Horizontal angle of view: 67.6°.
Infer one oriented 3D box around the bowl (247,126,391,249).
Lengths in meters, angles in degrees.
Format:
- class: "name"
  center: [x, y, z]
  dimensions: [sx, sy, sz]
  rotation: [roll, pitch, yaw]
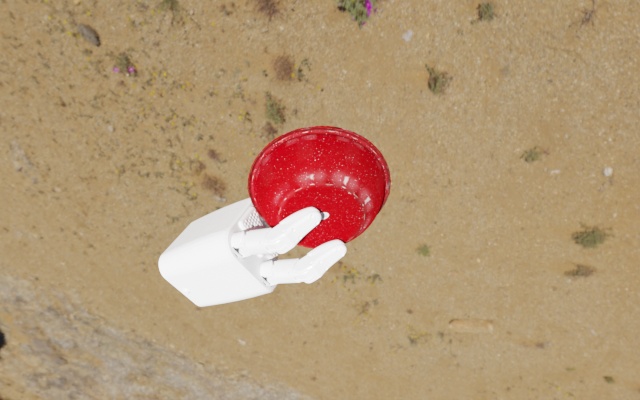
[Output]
- class: "bowl"
  center: [0.001, 0.001, 0.519]
  dimensions: [0.162, 0.162, 0.055]
  rotation: [0, 39, -3]
